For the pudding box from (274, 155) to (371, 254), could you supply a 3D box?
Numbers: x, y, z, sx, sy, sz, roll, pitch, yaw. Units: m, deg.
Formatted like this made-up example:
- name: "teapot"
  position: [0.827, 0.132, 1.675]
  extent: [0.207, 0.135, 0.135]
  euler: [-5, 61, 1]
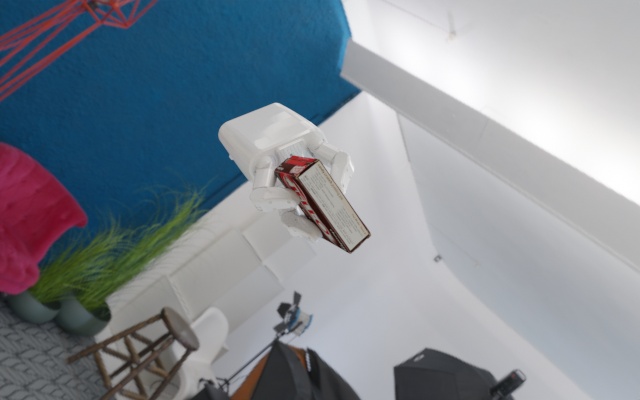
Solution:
- name: "pudding box"
  position: [0.000, 0.002, 0.559]
  extent: [0.039, 0.113, 0.090]
  euler: [-41, 19, -10]
